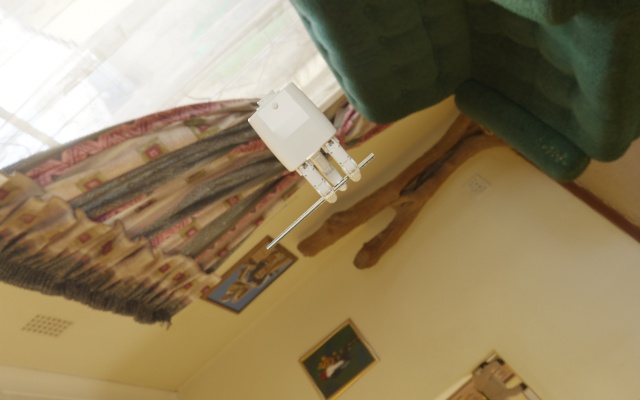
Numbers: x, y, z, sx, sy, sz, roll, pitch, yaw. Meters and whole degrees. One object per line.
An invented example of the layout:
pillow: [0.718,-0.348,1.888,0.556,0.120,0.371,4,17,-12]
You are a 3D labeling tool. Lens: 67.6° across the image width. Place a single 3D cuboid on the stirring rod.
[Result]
stirring rod: [0.000,0.003,0.811,0.239,0.011,0.011,-42,-1,1]
